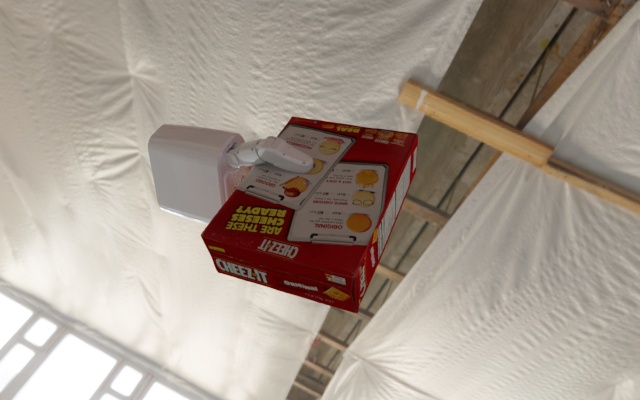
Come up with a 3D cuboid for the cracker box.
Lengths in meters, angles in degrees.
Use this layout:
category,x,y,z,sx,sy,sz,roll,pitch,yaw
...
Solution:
category,x,y,z,sx,sy,sz,roll,pitch,yaw
cracker box,0.000,0.001,0.526,0.164,0.072,0.213,12,48,21
